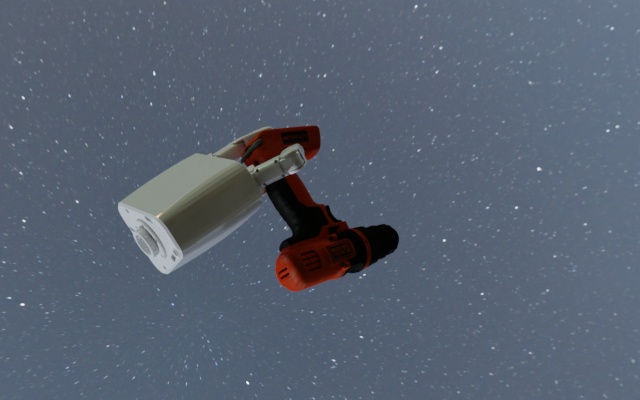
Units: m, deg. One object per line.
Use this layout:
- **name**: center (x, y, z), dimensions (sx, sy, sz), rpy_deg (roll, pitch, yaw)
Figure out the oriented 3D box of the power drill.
- **power drill**: center (0.000, 0.002, 0.570), dimensions (0.184, 0.187, 0.057), rpy_deg (-12, -20, -44)
